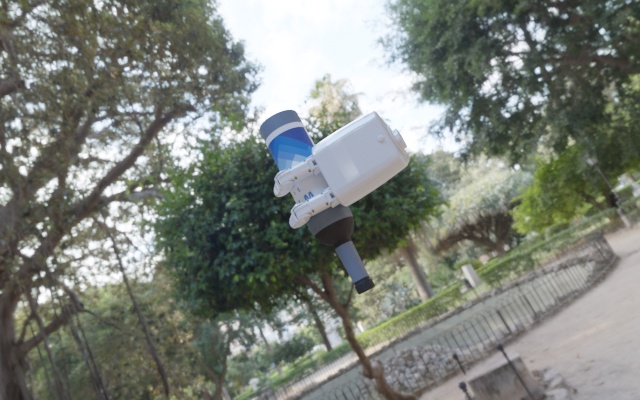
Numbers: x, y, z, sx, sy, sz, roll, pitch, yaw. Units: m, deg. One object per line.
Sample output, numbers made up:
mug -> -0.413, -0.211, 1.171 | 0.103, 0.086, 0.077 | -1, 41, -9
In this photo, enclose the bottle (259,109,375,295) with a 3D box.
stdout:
bottle -> 0.000, 0.002, 0.717 | 0.069, 0.295, 0.069 | -26, -14, -7
